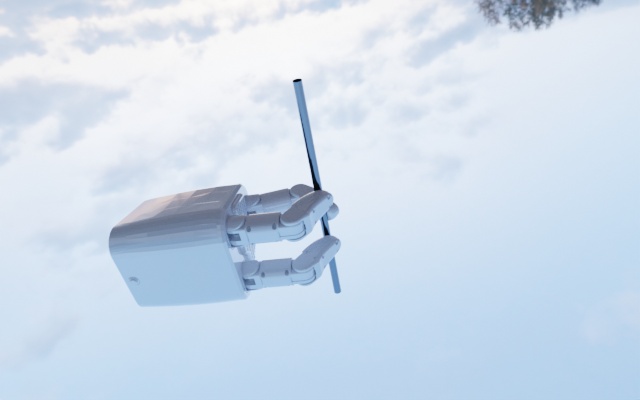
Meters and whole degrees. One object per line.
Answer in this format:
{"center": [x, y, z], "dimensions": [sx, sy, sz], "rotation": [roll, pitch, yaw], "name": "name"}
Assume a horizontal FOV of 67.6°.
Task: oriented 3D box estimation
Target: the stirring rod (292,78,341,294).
{"center": [0.000, 0.001, 0.447], "dimensions": [0.011, 0.240, 0.011], "rotation": [-7, 35, 5], "name": "stirring rod"}
